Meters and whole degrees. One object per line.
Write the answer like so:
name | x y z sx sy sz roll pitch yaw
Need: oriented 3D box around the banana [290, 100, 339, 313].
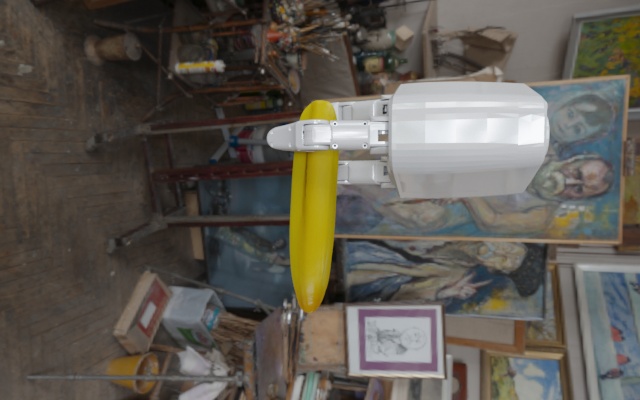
banana | -0.003 -0.008 0.404 0.037 0.197 0.070 1 -18 10
